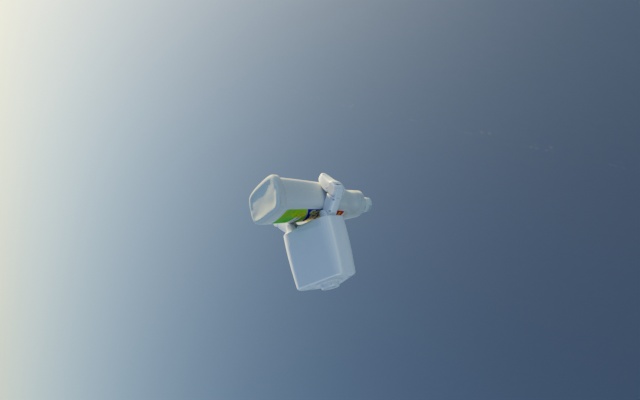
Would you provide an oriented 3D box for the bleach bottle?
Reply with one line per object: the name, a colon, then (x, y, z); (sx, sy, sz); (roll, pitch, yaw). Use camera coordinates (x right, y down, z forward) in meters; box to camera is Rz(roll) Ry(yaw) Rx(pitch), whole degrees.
bleach bottle: (0.000, 0.003, 0.887); (0.251, 0.068, 0.103); (1, -25, -37)
